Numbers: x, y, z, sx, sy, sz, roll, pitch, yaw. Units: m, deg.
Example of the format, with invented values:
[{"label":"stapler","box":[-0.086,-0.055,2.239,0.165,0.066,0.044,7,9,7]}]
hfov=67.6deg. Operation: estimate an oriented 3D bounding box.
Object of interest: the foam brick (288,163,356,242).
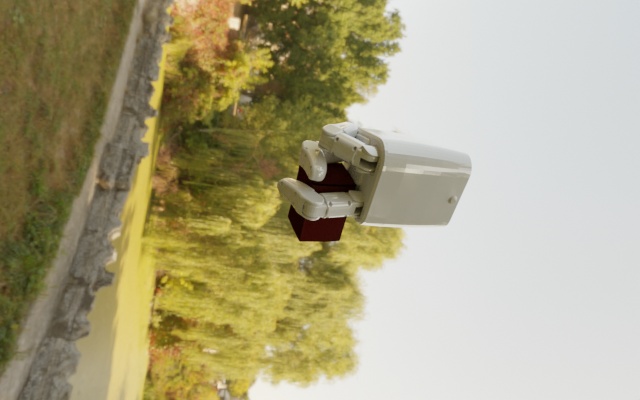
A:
[{"label":"foam brick","box":[0.000,0.002,0.540,0.051,0.078,0.053,1,34,-22]}]
